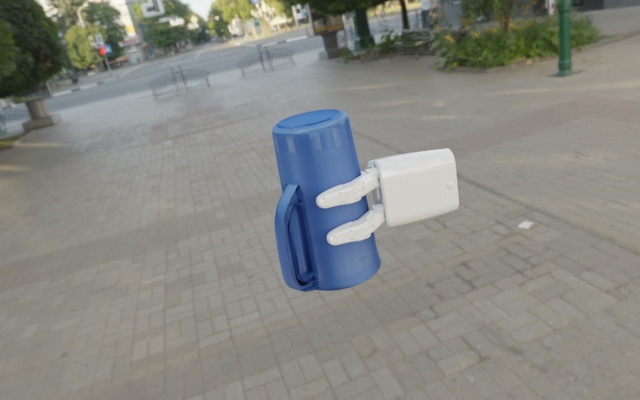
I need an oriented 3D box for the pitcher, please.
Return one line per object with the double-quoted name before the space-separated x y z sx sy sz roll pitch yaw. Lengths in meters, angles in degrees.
"pitcher" 0.000 0.002 0.686 0.145 0.243 0.149 -12 21 -2
